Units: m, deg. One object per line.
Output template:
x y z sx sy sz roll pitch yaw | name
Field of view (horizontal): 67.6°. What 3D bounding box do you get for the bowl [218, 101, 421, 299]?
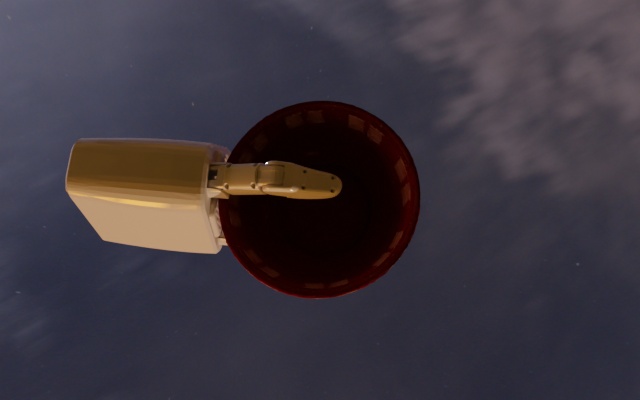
0.001 0.002 0.401 0.162 0.162 0.055 0 -14 7 | bowl
